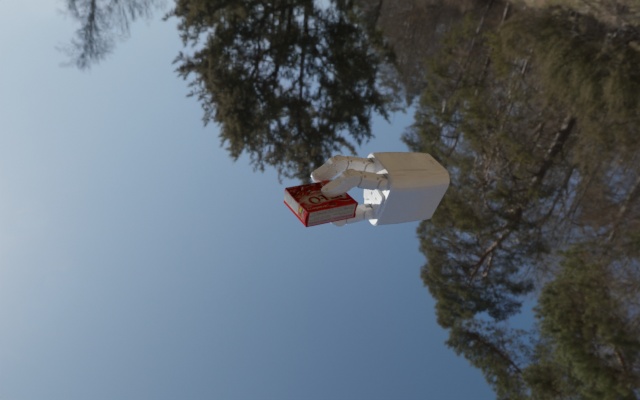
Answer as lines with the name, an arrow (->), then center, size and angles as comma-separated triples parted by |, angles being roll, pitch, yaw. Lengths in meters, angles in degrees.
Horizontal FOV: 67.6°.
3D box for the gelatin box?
gelatin box -> 0.000, 0.003, 0.718 | 0.089, 0.030, 0.073 | -11, 36, -29
